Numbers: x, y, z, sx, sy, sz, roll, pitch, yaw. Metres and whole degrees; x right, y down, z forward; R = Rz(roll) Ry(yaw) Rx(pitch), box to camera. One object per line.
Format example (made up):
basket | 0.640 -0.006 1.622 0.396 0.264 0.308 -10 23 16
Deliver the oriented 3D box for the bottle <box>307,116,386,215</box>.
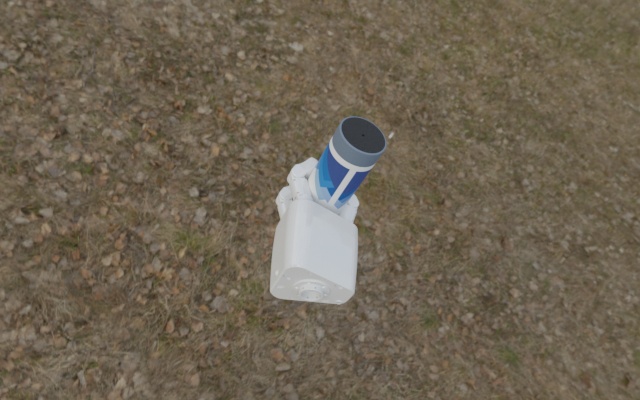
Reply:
bottle | 0.000 0.002 0.713 0.069 0.069 0.296 0 -36 -27
